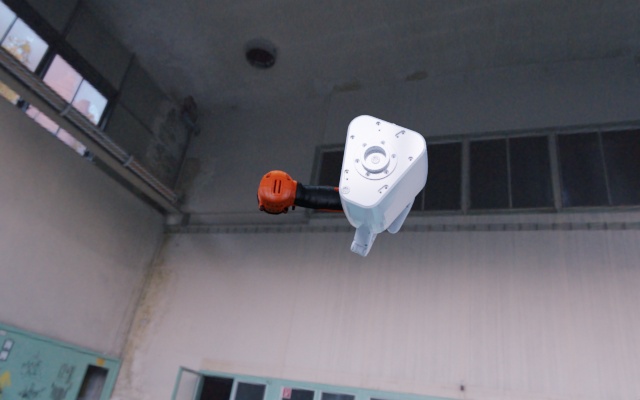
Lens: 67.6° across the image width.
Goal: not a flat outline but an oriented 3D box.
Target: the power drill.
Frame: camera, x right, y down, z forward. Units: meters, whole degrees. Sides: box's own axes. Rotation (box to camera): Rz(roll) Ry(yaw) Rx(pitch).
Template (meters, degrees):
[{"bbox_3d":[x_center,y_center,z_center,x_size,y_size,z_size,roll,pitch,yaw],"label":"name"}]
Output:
[{"bbox_3d":[0.001,0.002,0.702,0.187,0.057,0.184,5,-6,-6],"label":"power drill"}]
